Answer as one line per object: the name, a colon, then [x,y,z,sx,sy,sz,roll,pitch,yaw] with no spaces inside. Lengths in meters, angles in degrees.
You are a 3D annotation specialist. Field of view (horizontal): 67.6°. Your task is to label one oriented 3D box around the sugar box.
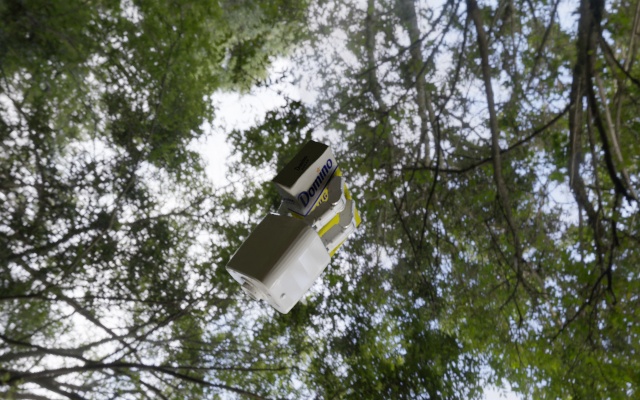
sugar box: [0.000,0.003,0.737,0.048,0.093,0.176,24,-26,36]
